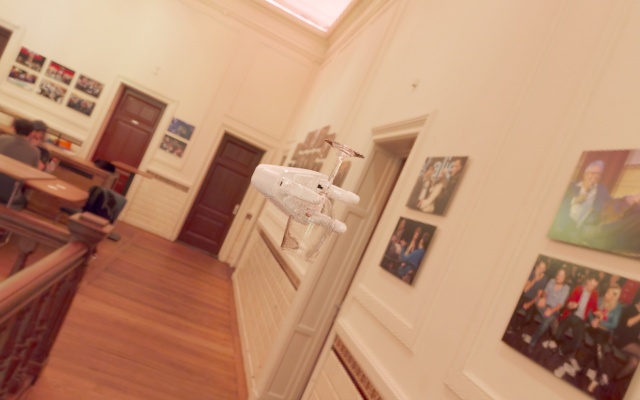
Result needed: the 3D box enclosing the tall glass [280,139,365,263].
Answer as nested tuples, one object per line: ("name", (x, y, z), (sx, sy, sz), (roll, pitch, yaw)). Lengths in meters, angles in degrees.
("tall glass", (0.000, 0.002, 0.808), (0.079, 0.201, 0.079), (24, -1, 1))
